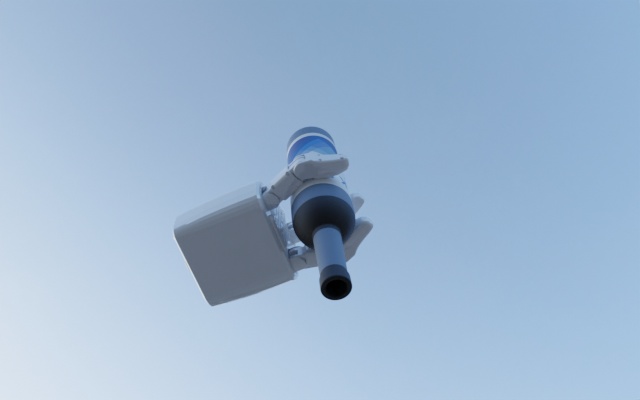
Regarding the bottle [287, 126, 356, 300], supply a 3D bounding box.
[{"bbox_3d":[0.000,0.002,0.529,0.069,0.069,0.295,0,30,-6],"label":"bottle"}]
